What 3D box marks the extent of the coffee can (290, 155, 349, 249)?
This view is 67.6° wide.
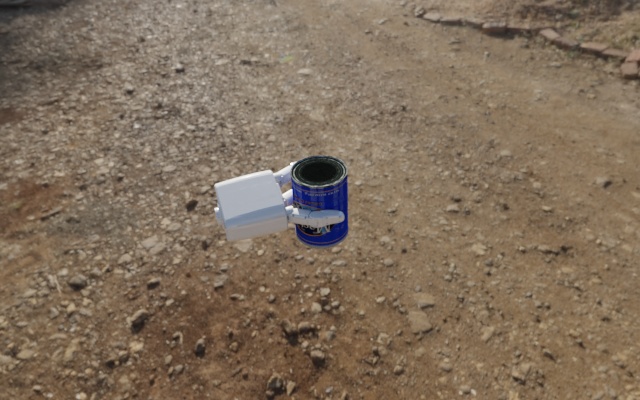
[{"bbox_3d":[0.000,0.003,0.878,0.103,0.140,0.102,-2,37,1],"label":"coffee can"}]
